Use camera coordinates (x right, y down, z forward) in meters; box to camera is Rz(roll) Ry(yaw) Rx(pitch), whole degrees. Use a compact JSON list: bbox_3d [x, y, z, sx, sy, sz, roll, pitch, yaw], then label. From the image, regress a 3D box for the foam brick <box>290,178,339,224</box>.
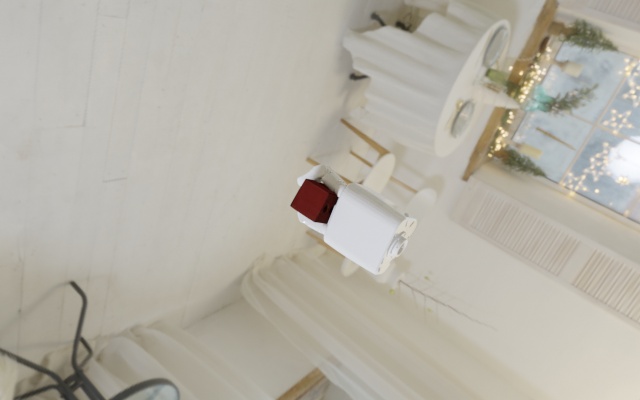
[{"bbox_3d":[0.000,0.003,0.768,0.051,0.053,0.078,34,11,26],"label":"foam brick"}]
